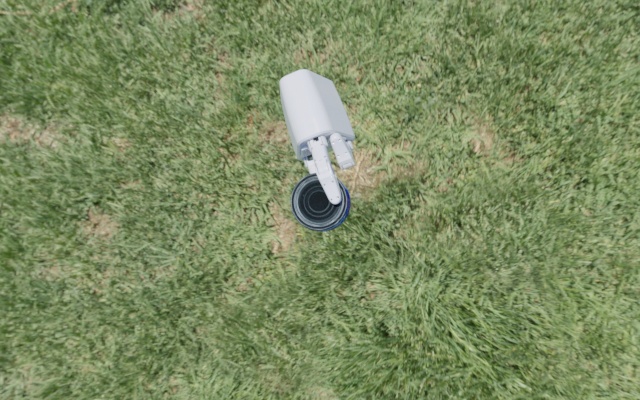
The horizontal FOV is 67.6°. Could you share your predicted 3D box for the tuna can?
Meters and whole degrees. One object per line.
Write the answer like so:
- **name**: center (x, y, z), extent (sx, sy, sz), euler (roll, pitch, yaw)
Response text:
- **tuna can**: center (0.000, 0.002, 0.699), extent (0.086, 0.086, 0.034), euler (0, -4, 10)
